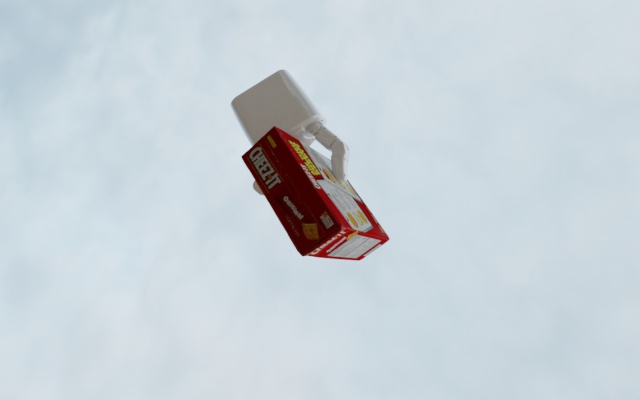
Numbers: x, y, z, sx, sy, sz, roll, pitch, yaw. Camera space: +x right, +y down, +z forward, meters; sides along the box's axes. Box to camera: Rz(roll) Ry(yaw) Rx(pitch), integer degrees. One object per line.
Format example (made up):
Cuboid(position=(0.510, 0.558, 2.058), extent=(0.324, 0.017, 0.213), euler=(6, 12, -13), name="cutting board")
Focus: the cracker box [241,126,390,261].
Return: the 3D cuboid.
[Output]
Cuboid(position=(0.000, 0.002, 0.679), extent=(0.072, 0.164, 0.214), euler=(-39, -21, 14), name="cracker box")
